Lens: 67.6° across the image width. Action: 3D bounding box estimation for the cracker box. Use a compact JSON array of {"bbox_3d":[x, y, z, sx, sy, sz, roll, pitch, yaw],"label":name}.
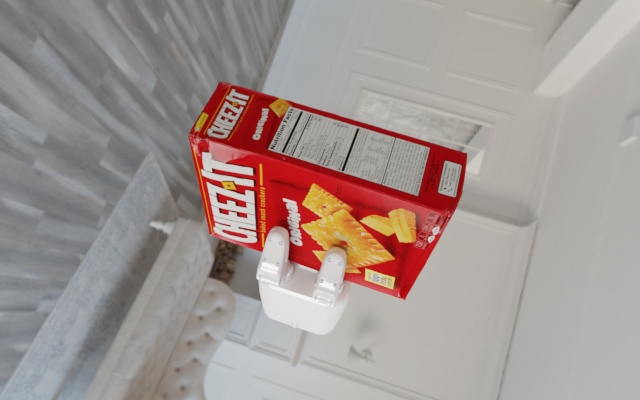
[{"bbox_3d":[0.000,0.001,0.434,0.213,0.072,0.164,17,-34,5],"label":"cracker box"}]
